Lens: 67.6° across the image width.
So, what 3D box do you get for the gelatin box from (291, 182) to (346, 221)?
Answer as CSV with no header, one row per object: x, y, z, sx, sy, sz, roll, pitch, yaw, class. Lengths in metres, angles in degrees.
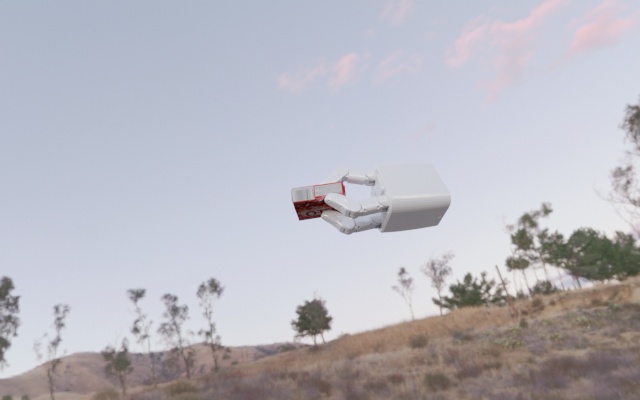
0.000,0.002,0.808,0.089,0.030,0.073,-8,-27,3,gelatin box
